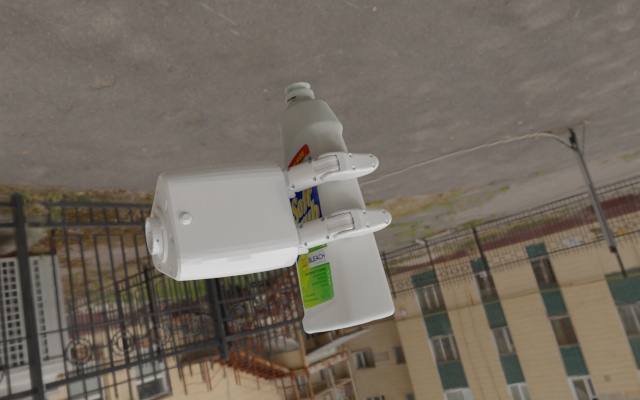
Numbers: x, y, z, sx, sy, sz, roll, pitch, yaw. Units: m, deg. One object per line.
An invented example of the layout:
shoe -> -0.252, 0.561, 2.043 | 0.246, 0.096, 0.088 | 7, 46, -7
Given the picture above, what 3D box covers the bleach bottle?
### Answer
bleach bottle -> 0.000, 0.002, 0.491 | 0.068, 0.250, 0.102 | -6, -15, -31
